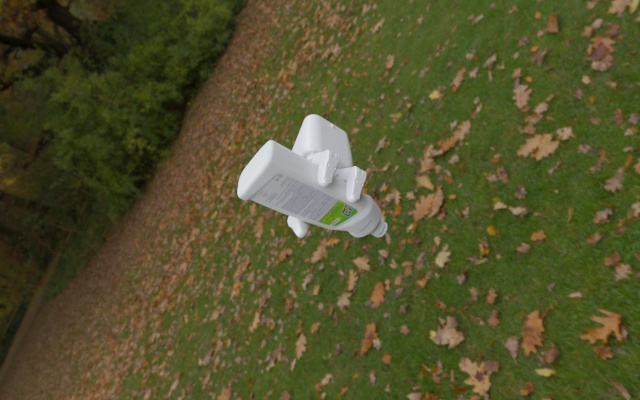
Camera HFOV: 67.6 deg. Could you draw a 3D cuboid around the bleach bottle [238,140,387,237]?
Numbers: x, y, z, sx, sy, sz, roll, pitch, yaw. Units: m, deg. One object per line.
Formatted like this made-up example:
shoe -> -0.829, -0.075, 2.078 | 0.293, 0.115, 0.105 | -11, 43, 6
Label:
bleach bottle -> 0.000, 0.002, 0.770 | 0.251, 0.068, 0.103 | 28, -53, -25
